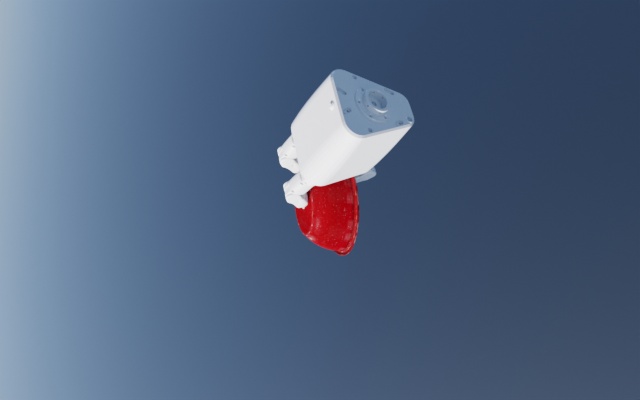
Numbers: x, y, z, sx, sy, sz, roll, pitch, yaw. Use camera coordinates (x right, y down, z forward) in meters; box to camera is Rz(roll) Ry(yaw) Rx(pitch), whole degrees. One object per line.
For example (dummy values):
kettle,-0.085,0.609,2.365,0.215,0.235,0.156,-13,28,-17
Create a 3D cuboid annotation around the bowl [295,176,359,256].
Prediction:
bowl,-0.001,0.003,0.695,0.055,0.162,0.162,-5,2,-18
